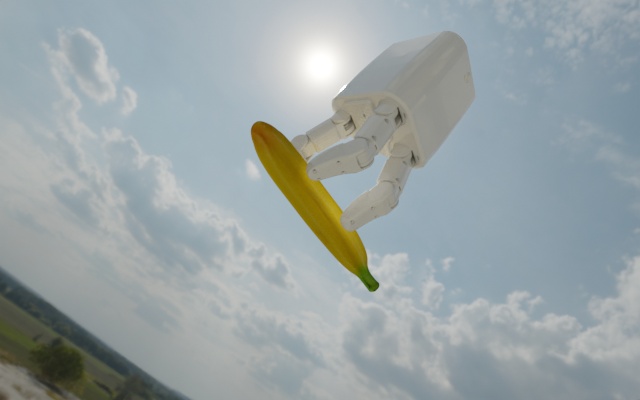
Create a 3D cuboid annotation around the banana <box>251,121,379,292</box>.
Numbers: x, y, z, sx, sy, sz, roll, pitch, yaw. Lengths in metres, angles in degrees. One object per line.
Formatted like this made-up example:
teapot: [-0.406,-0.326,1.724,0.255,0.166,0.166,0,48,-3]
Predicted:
banana: [-0.005,0.002,0.462,0.037,0.198,0.069,-42,19,-11]
